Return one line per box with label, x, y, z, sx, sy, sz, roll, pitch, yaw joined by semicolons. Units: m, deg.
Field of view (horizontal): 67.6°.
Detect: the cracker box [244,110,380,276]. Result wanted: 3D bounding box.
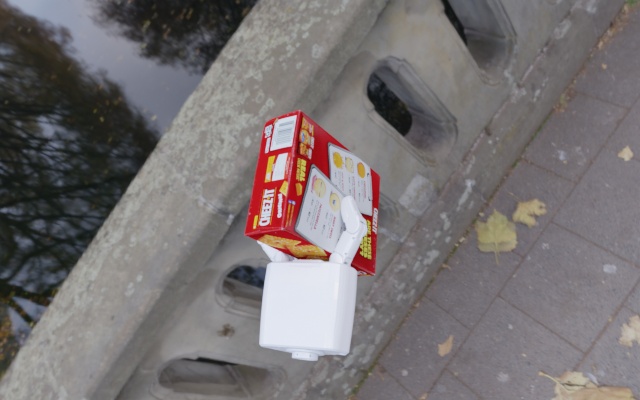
cracker box;0.000;0.002;0.664;0.072;0.164;0.214;-9;-27;34
